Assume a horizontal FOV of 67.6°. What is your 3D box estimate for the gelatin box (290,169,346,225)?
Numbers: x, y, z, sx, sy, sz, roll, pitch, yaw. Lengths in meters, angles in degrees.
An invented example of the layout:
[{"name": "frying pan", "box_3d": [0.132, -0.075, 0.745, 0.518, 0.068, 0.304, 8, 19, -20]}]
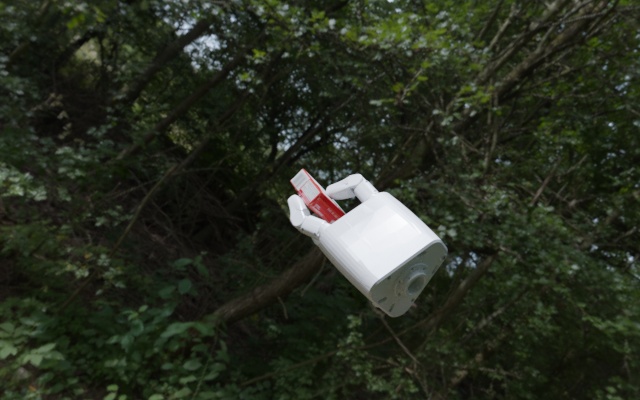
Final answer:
[{"name": "gelatin box", "box_3d": [0.000, 0.002, 0.682, 0.073, 0.030, 0.089, 44, 4, -32]}]
